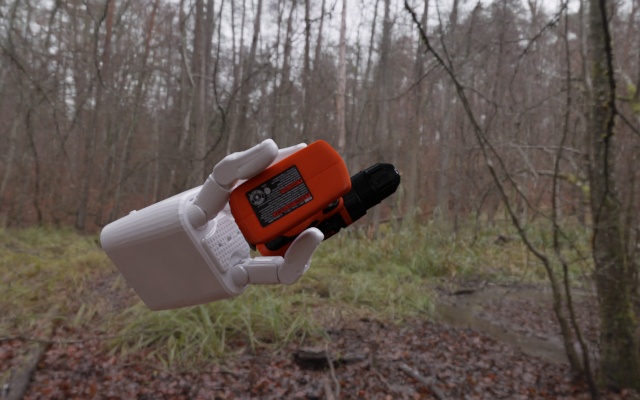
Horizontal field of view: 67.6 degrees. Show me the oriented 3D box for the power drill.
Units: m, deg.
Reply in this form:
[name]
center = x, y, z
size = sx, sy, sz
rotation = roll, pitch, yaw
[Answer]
[power drill]
center = 0.000, 0.002, 0.484
size = 0.184, 0.057, 0.188
rotation = -32, -15, 2
